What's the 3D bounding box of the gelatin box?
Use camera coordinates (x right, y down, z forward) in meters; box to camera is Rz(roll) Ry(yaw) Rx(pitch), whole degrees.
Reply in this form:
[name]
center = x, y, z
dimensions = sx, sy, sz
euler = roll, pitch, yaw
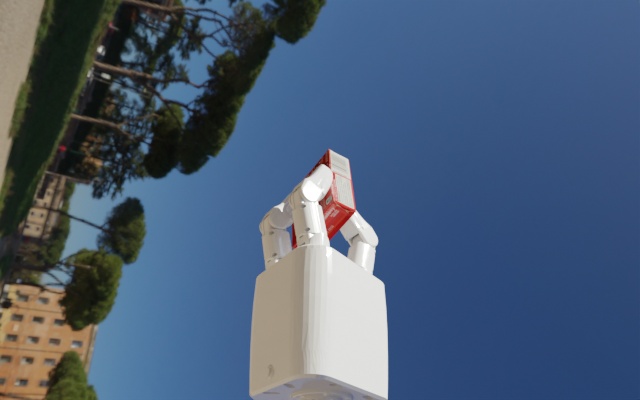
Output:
[gelatin box]
center = 0.000, 0.002, 0.490
dimensions = 0.030, 0.089, 0.073
euler = 27, -56, -23
